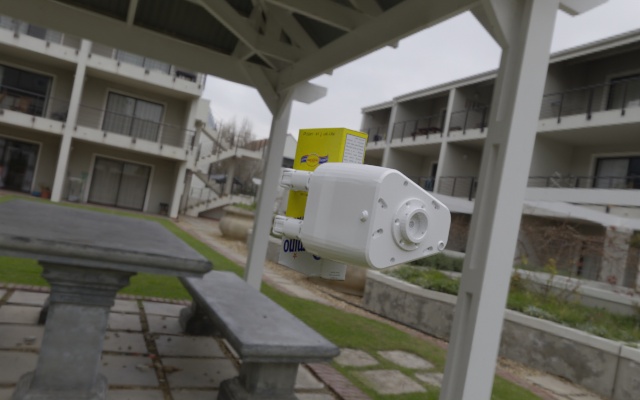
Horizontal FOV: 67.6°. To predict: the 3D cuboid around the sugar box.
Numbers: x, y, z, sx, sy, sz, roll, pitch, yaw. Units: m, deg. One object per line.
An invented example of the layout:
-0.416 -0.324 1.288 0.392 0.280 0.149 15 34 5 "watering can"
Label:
0.000 0.002 0.582 0.048 0.176 0.093 12 -2 -37 "sugar box"
